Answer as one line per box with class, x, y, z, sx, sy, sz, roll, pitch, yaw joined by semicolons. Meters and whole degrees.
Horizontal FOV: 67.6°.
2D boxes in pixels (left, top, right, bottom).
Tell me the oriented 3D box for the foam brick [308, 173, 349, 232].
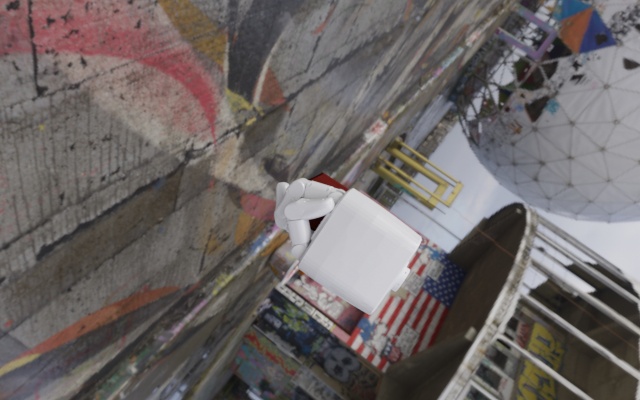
foam brick;0.000;0.002;0.641;0.051;0.053;0.078;32;20;9
